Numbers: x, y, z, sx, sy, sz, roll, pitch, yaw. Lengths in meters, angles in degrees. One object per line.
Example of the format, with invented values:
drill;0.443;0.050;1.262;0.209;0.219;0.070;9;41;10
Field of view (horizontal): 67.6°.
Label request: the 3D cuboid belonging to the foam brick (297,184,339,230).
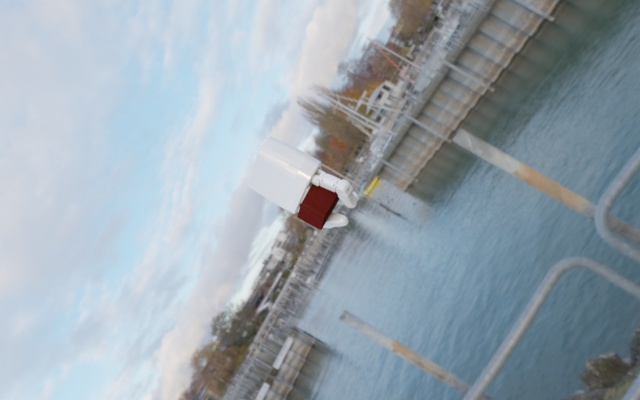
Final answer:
foam brick;0.000;0.003;0.854;0.051;0.078;0.053;28;-29;5
